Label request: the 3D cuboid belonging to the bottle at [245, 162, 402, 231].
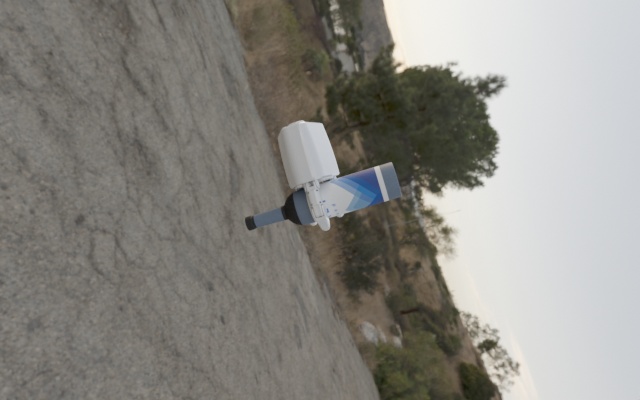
[{"bbox_3d":[0.000,0.003,0.896,0.296,0.069,0.069,-17,-2,7],"label":"bottle"}]
